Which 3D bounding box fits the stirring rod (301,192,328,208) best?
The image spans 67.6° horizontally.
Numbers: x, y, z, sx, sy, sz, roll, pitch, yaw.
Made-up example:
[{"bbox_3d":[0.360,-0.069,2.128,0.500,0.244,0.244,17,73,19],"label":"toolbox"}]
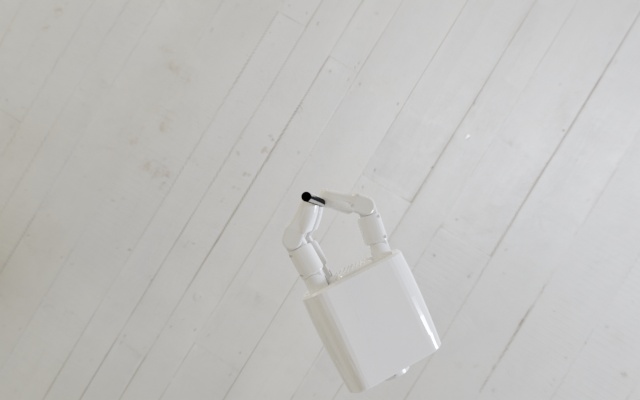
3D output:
[{"bbox_3d":[0.000,0.002,0.488,0.011,0.011,0.239,0,-2,5],"label":"stirring rod"}]
